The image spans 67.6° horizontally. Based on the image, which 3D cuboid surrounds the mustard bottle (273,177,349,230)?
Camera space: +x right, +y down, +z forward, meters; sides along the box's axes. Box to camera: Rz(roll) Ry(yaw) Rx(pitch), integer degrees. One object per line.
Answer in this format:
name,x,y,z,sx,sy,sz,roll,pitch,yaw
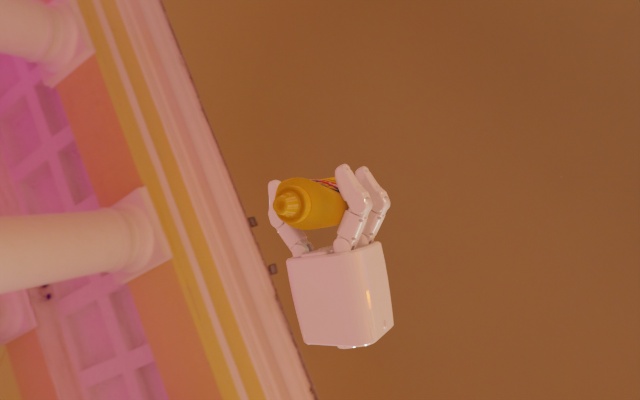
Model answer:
mustard bottle,0.000,0.002,0.579,0.096,0.058,0.191,16,10,25
